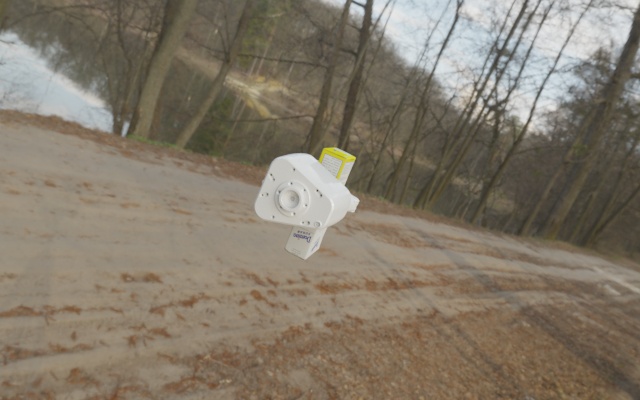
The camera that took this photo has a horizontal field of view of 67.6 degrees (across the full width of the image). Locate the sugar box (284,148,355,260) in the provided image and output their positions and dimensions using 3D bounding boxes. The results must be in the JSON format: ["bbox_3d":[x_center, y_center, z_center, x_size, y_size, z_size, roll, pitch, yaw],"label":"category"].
[{"bbox_3d":[0.000,0.002,0.780,0.048,0.176,0.093,26,12,10],"label":"sugar box"}]
